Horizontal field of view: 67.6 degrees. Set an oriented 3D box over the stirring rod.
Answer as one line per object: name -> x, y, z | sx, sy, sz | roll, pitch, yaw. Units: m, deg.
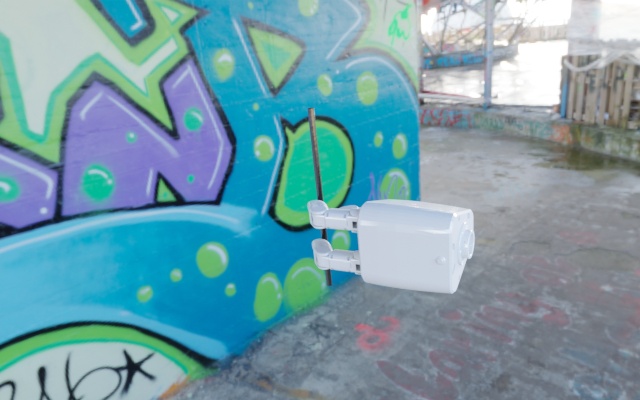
stirring rod -> 0.000, 0.002, 0.614 | 0.011, 0.240, 0.011 | -5, 19, 2
